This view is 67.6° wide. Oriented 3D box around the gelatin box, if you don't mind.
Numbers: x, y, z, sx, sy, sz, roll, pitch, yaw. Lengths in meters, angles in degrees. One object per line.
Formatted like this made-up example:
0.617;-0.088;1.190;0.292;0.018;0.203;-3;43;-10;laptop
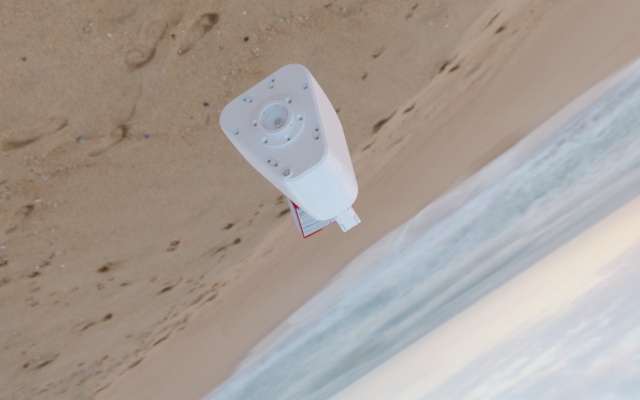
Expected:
0.000;0.002;0.580;0.073;0.030;0.089;-28;-28;-9;gelatin box
